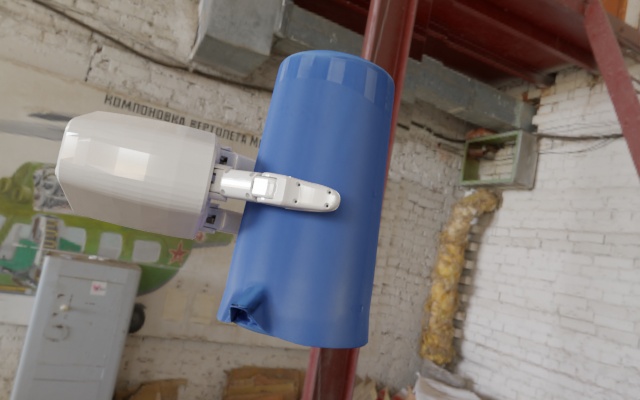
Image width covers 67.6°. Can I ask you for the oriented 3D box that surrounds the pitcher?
[{"bbox_3d":[0.000,0.001,0.438,0.145,0.243,0.149,12,-5,-14],"label":"pitcher"}]
